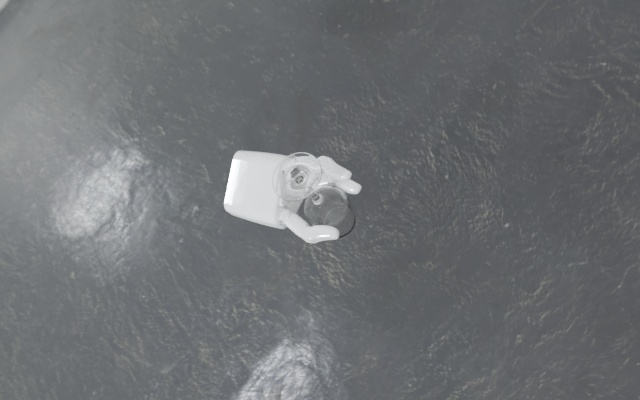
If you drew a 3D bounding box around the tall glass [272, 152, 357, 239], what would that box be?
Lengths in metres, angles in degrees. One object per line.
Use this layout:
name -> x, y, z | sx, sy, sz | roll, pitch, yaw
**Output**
tall glass -> 0.000, 0.002, 0.745 | 0.079, 0.079, 0.201 | 0, -21, 22
